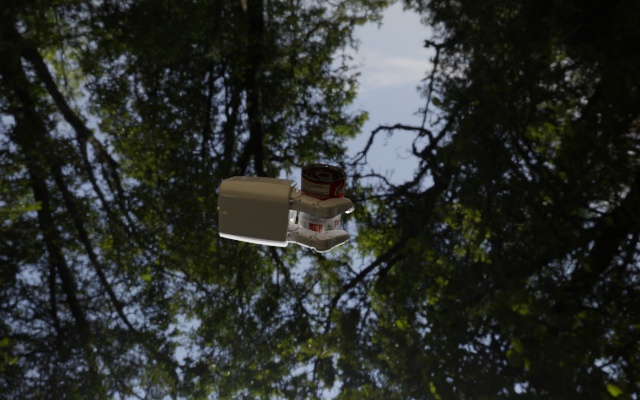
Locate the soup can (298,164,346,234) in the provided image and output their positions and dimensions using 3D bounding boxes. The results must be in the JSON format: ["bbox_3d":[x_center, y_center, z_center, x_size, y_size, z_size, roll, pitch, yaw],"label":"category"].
[{"bbox_3d":[0.001,0.003,0.740,0.068,0.102,0.068,5,25,-2],"label":"soup can"}]
